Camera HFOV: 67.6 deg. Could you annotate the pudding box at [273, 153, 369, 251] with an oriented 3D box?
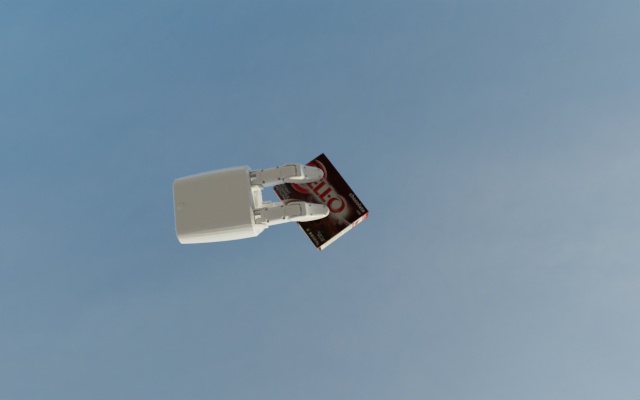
[{"bbox_3d":[0.000,0.002,0.681,0.090,0.113,0.039,-36,-12,-7],"label":"pudding box"}]
